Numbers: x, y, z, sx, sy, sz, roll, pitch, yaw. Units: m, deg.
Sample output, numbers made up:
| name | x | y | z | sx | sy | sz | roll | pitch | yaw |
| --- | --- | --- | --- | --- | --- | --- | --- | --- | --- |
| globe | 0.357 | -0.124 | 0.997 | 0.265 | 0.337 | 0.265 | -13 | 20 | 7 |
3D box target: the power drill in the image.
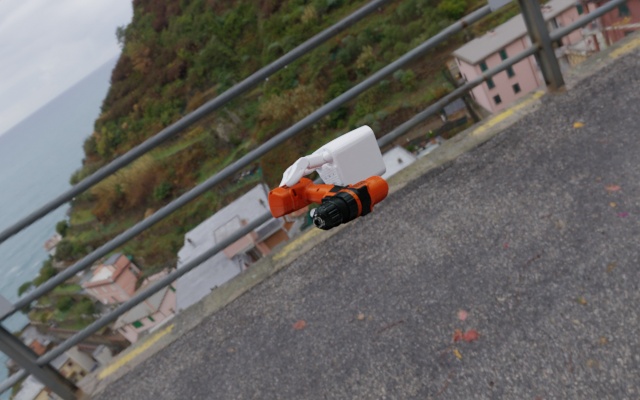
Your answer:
| name | x | y | z | sx | sy | sz | roll | pitch | yaw |
| --- | --- | --- | --- | --- | --- | --- | --- | --- | --- |
| power drill | 0.000 | 0.003 | 0.829 | 0.187 | 0.057 | 0.184 | 4 | 19 | 40 |
